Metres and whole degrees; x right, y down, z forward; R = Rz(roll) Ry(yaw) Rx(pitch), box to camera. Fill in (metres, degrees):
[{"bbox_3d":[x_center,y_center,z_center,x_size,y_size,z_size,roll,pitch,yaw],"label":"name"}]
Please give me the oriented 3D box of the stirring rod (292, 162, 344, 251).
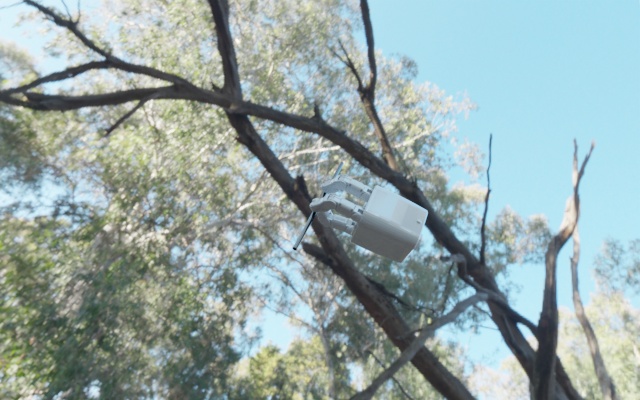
[{"bbox_3d":[0.000,0.003,0.875,0.011,0.011,0.239,0,40,28],"label":"stirring rod"}]
